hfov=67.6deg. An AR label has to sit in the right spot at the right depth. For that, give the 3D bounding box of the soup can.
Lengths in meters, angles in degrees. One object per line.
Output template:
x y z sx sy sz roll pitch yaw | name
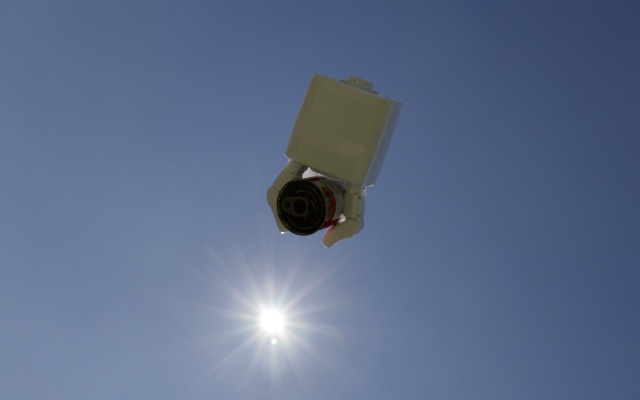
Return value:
0.000 0.002 0.602 0.068 0.068 0.102 0 7 28 | soup can
